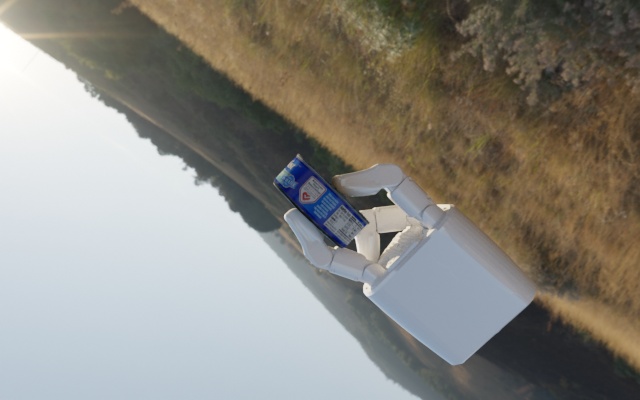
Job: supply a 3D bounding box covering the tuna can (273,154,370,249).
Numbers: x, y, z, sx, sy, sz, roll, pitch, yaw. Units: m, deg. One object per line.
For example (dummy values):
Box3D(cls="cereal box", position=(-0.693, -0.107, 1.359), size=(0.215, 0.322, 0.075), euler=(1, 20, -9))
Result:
Box3D(cls="tuna can", position=(0.000, 0.002, 0.411), size=(0.086, 0.034, 0.086), euler=(44, 0, 0))
